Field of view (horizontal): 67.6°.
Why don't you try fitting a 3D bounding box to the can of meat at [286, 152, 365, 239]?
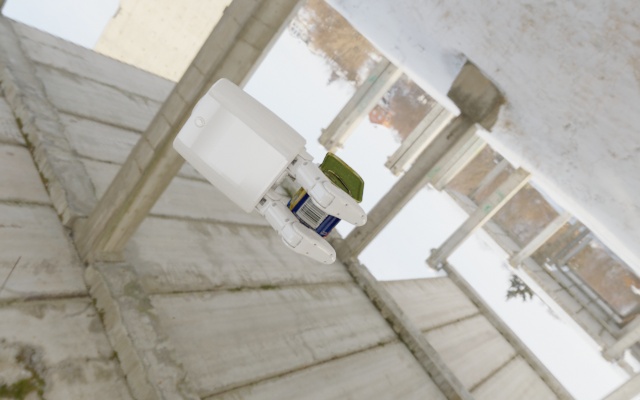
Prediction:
[{"bbox_3d":[0.000,0.002,0.535,0.057,0.084,0.102,39,18,-6],"label":"can of meat"}]
